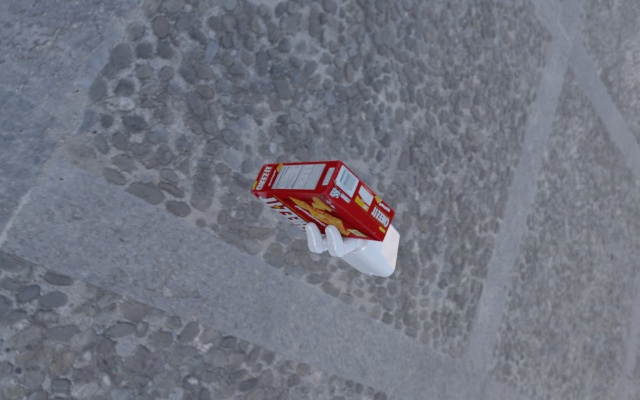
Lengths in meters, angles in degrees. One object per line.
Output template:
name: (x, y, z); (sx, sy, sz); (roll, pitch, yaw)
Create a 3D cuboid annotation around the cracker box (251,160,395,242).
cracker box: (0.000, 0.003, 0.865); (0.213, 0.072, 0.164); (2, -30, 48)
